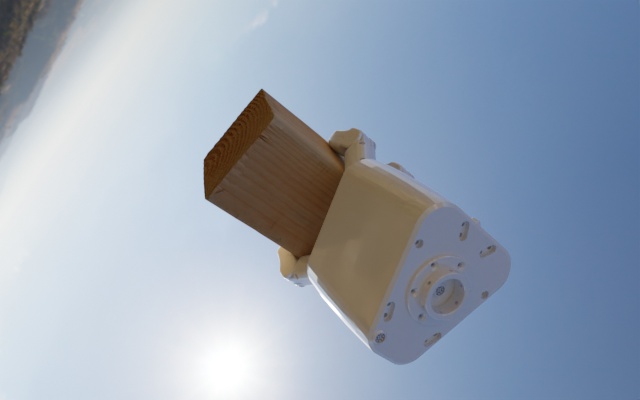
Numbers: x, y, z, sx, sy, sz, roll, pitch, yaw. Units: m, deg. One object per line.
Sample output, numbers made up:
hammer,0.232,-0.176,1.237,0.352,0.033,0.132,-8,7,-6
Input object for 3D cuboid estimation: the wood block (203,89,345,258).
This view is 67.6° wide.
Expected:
wood block,0.000,0.002,0.455,0.206,0.091,0.090,36,14,-28
